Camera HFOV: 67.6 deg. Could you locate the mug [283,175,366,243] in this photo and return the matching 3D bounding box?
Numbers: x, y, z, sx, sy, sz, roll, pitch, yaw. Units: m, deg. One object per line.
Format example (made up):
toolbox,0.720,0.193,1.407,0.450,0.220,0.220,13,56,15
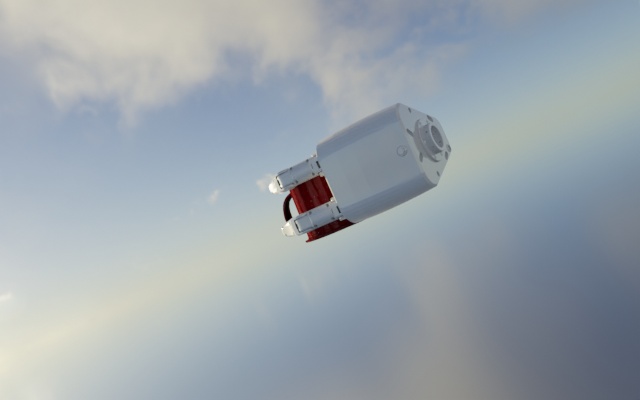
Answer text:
mug,-0.001,0.002,0.606,0.117,0.081,0.093,-24,-2,34
